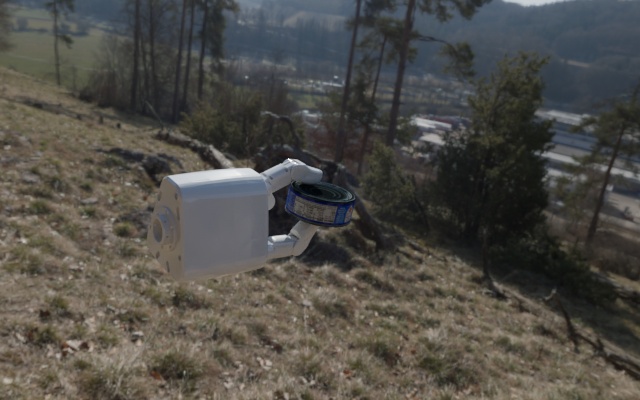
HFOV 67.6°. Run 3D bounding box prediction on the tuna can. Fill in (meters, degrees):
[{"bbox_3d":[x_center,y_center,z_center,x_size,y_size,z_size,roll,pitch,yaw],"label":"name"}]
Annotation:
[{"bbox_3d":[0.000,0.001,0.601,0.086,0.034,0.086,12,17,-4],"label":"tuna can"}]
